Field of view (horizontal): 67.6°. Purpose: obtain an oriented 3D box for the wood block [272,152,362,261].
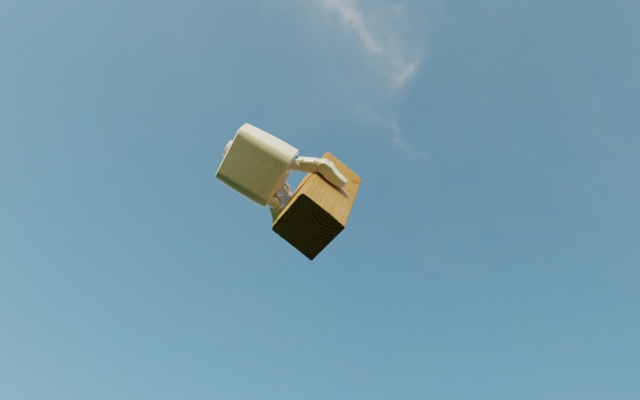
[{"bbox_3d":[0.000,0.002,0.850,0.090,0.091,0.206,39,27,-6],"label":"wood block"}]
